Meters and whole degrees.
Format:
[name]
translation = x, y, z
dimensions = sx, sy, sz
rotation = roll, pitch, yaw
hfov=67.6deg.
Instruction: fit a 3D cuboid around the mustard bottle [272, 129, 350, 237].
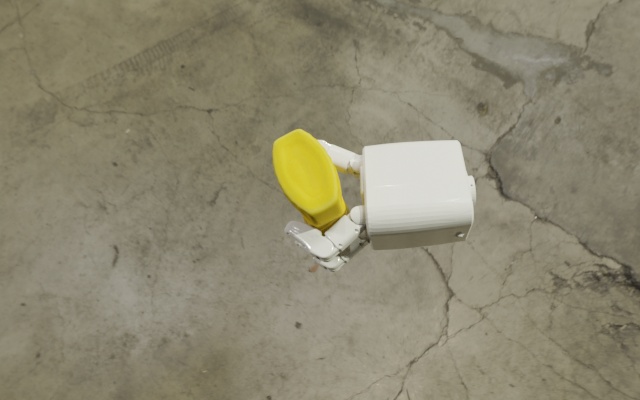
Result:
[mustard bottle]
translation = 0.000, 0.002, 0.551
dimensions = 0.058, 0.096, 0.192
rotation = -29, -23, -1
